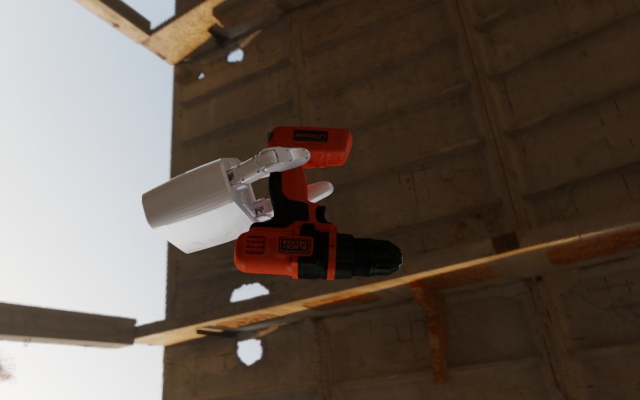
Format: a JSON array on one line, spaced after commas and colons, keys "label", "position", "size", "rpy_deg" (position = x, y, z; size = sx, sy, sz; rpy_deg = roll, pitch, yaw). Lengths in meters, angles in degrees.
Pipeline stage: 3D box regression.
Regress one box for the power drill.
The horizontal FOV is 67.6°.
[{"label": "power drill", "position": [0.000, 0.001, 0.558], "size": [0.184, 0.187, 0.057], "rpy_deg": [3, -32, -2]}]
